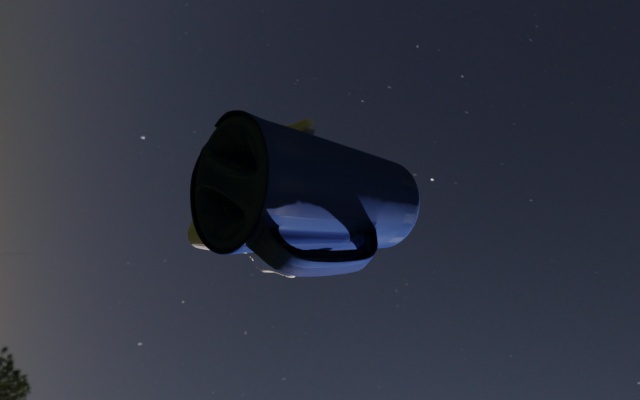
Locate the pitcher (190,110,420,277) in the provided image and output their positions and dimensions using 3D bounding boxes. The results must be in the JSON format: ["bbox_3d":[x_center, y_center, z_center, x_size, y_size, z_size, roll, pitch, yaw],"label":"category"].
[{"bbox_3d":[0.000,0.002,0.509,0.243,0.149,0.145,8,-8,-42],"label":"pitcher"}]
